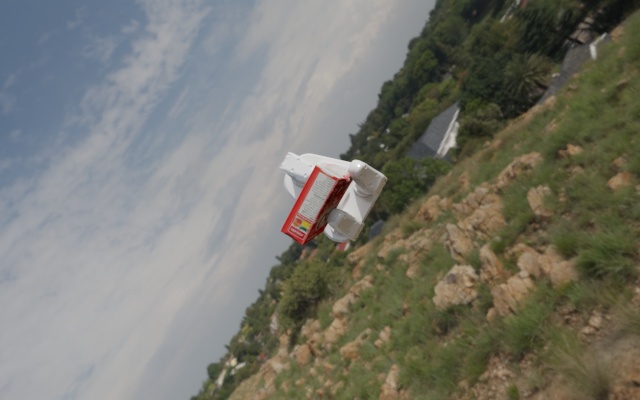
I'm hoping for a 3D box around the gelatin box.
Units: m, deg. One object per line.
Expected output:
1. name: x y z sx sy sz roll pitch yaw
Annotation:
1. gelatin box: 0.000 0.001 0.485 0.030 0.073 0.089 31 11 9
